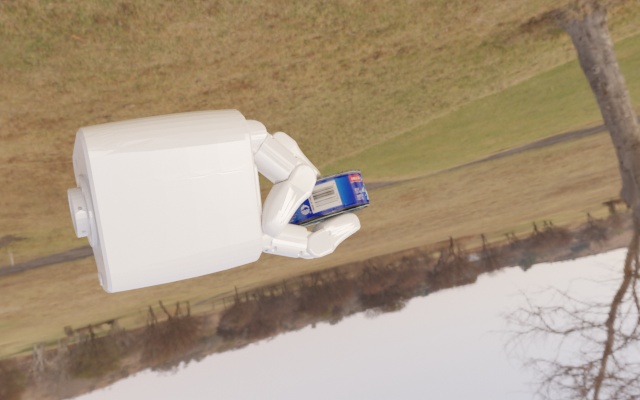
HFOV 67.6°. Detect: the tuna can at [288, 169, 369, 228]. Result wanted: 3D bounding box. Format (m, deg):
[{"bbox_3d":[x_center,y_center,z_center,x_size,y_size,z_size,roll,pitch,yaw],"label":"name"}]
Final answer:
[{"bbox_3d":[0.000,0.002,0.431,0.086,0.034,0.086,-18,-5,-1],"label":"tuna can"}]
